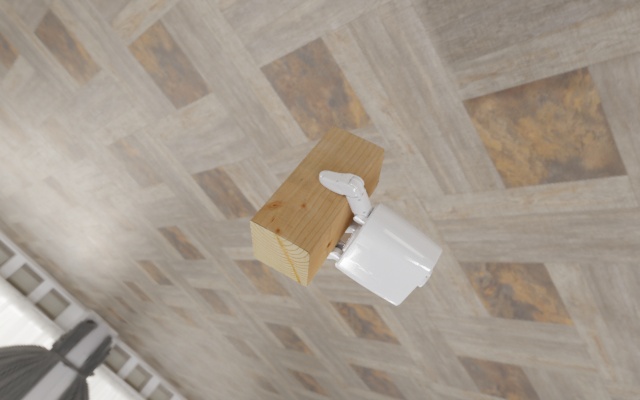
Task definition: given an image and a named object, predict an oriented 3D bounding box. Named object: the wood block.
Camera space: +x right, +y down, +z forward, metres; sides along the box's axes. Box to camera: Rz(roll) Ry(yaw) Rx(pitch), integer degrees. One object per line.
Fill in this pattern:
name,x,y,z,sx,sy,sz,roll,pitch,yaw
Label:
wood block,0.000,0.002,0.669,0.090,0.206,0.091,27,-35,16
